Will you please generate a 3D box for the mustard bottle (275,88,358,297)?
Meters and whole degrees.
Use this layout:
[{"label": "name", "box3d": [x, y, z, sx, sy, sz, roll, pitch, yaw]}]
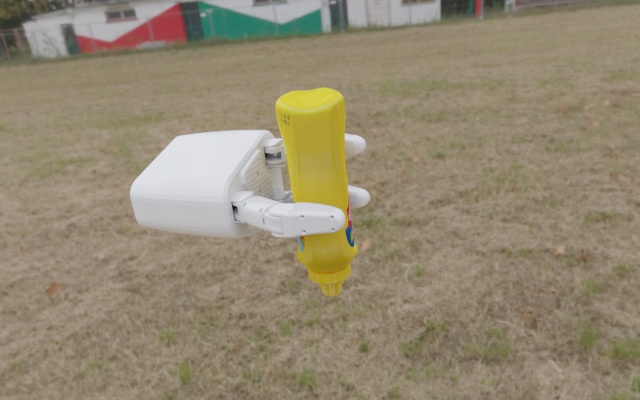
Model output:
[{"label": "mustard bottle", "box3d": [0.000, 0.001, 0.431, 0.058, 0.192, 0.096, -7, 22, -2]}]
